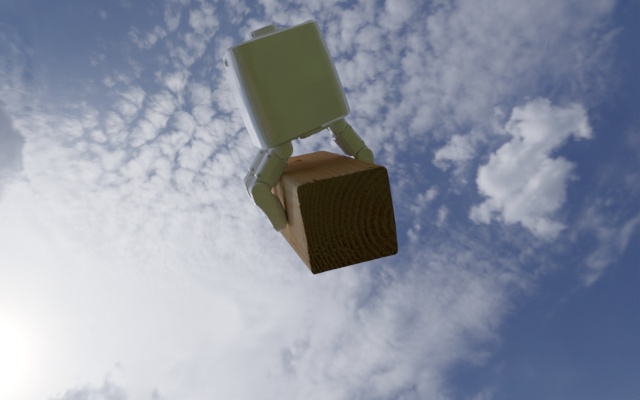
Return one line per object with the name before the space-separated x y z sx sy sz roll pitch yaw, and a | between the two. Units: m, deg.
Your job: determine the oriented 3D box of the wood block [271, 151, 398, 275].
wood block | 0.000 0.001 0.540 0.091 0.090 0.206 -13 13 -13
